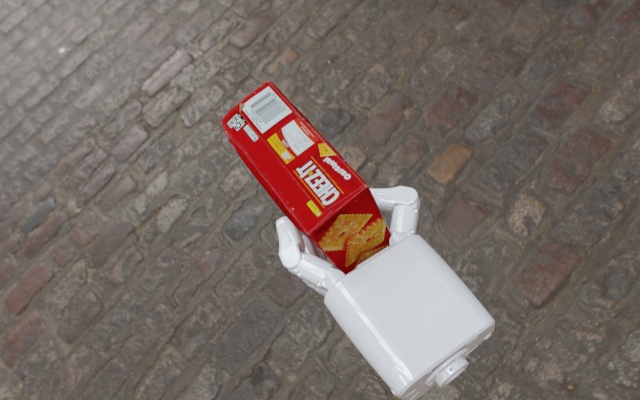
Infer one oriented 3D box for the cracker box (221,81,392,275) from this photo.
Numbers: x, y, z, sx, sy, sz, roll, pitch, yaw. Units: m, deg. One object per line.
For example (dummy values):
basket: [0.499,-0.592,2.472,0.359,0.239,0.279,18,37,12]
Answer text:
cracker box: [0.000,0.001,0.503,0.072,0.164,0.214,-38,-31,-3]
